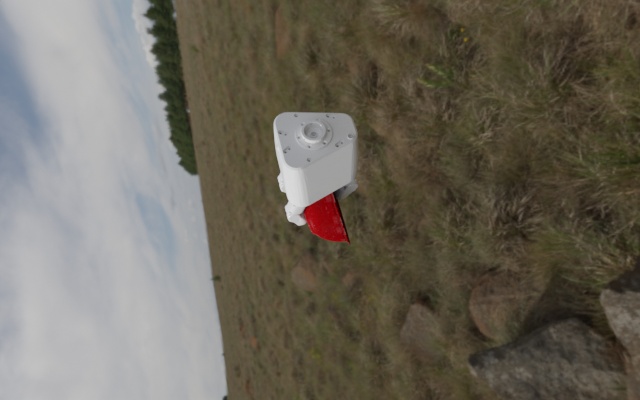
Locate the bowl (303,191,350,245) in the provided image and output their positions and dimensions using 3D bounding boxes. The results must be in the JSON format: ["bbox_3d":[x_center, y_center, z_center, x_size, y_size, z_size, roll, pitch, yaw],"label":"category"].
[{"bbox_3d":[0.000,0.004,0.786,0.055,0.162,0.162,-18,-1,4],"label":"bowl"}]
